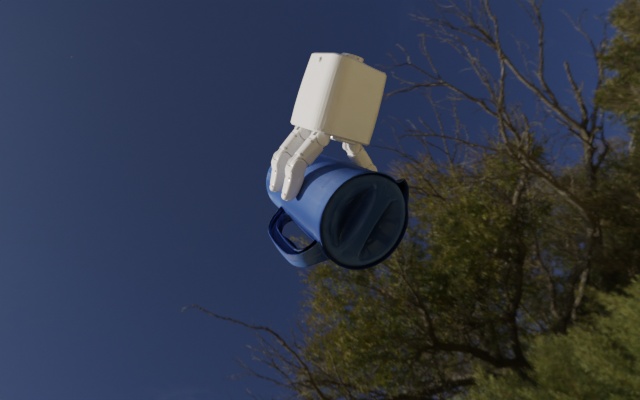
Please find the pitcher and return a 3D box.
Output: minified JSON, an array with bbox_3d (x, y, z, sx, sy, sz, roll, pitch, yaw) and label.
[{"bbox_3d":[0.000,0.002,0.703,0.149,0.145,0.242,9,12,-29],"label":"pitcher"}]
